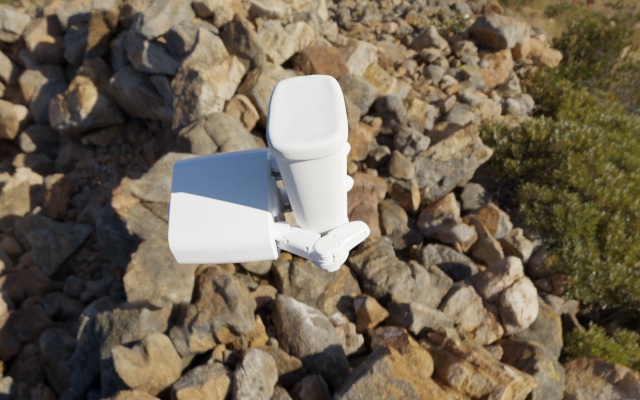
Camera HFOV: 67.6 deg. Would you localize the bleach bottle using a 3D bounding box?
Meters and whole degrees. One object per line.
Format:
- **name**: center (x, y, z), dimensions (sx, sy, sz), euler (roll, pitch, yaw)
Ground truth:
- **bleach bottle**: center (0.000, 0.002, 0.497), dimensions (0.068, 0.102, 0.251), euler (-5, -41, 3)
